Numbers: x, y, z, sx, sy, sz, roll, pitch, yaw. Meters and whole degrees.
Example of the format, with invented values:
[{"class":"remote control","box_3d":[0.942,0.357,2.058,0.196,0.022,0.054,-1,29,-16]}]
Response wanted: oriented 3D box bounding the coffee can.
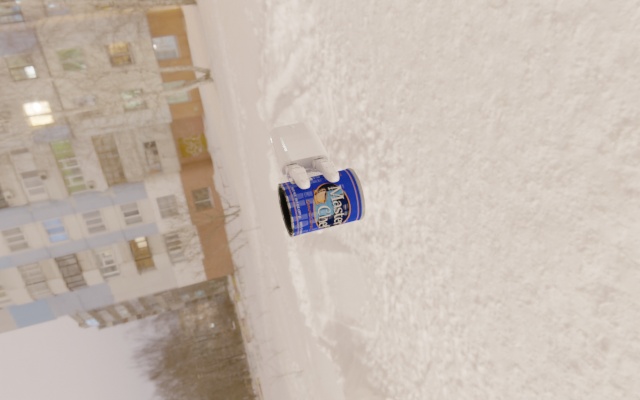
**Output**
[{"class":"coffee can","box_3d":[0.000,0.003,0.896,0.140,0.103,0.103,-13,3,-13]}]
